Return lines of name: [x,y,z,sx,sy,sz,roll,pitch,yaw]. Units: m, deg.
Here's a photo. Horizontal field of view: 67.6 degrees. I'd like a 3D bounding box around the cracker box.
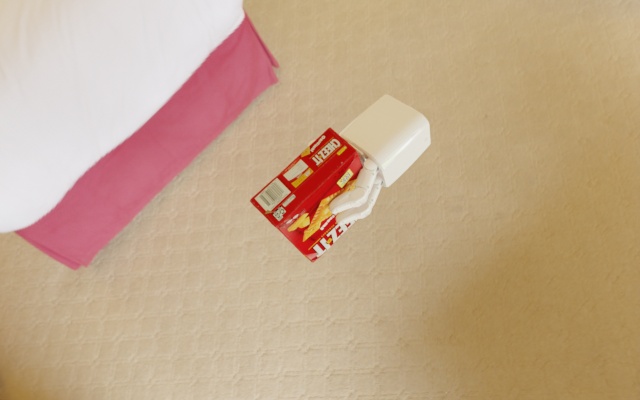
cracker box: [0.000,0.002,0.781,0.072,0.164,0.214,45,-5,25]
